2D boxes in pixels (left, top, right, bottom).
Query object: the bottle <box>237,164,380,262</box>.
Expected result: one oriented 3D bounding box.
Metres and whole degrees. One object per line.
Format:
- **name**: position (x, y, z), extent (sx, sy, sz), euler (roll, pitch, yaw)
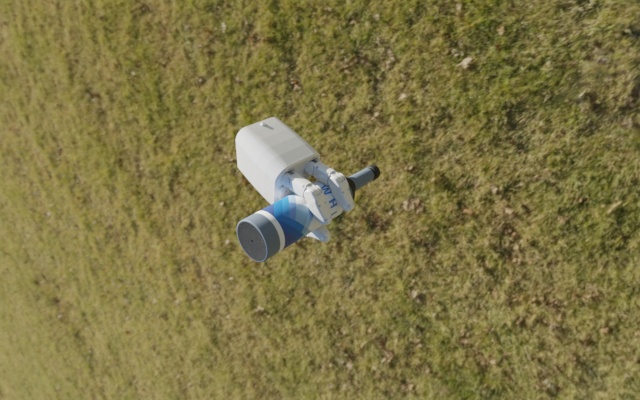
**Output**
- **bottle**: position (0.000, 0.003, 0.769), extent (0.069, 0.069, 0.295), euler (0, 22, 46)
